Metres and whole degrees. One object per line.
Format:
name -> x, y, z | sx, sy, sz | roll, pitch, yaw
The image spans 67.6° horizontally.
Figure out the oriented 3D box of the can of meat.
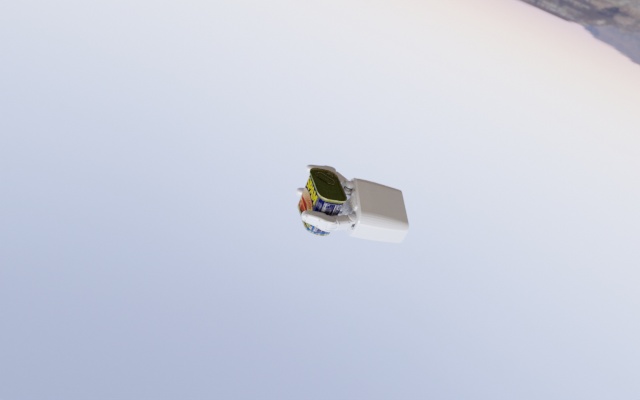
can of meat -> 0.000, 0.003, 0.881 | 0.057, 0.084, 0.102 | 9, 34, -22
